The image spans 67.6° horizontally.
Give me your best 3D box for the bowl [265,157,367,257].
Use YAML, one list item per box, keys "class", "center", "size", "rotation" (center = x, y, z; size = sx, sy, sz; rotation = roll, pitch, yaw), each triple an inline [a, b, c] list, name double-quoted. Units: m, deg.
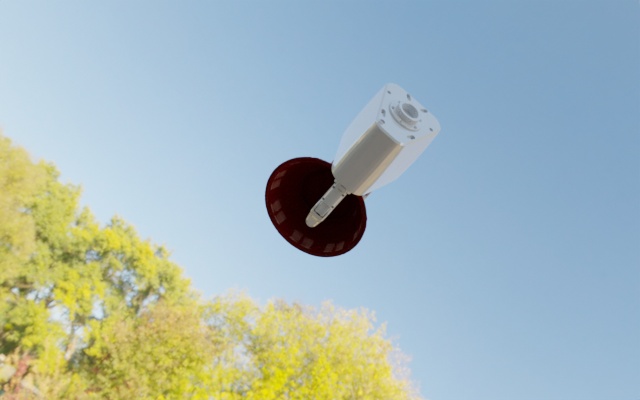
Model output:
- class: "bowl"
  center: [-0.001, 0.003, 0.711]
  size: [0.162, 0.162, 0.055]
  rotation: [0, 25, 26]
